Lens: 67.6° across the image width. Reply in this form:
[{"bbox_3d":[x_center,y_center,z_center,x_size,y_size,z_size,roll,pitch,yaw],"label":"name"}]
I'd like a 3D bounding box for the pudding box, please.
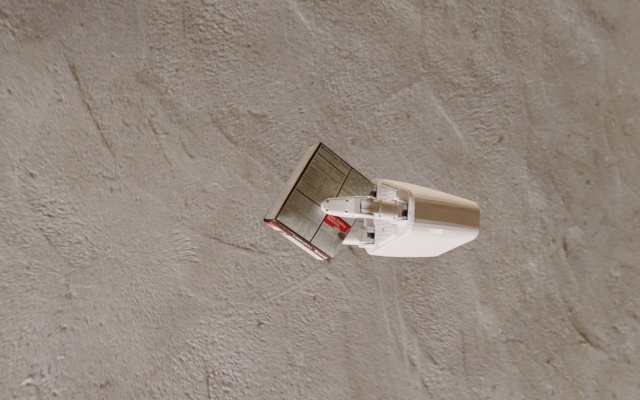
[{"bbox_3d":[0.000,0.002,0.562,0.090,0.113,0.039,37,-20,-18],"label":"pudding box"}]
